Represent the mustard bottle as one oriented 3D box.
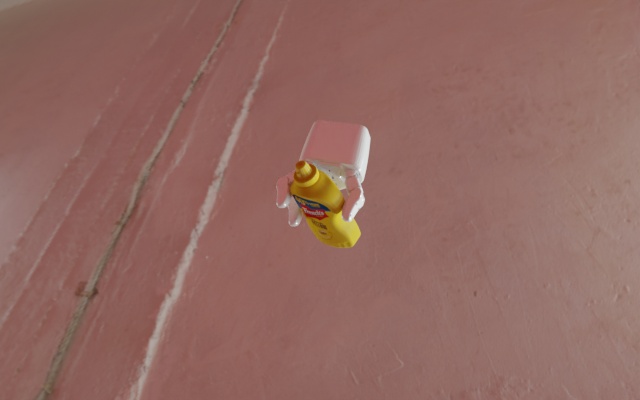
[{"bbox_3d":[0.000,0.003,0.813,0.096,0.058,0.192,20,-29,36],"label":"mustard bottle"}]
